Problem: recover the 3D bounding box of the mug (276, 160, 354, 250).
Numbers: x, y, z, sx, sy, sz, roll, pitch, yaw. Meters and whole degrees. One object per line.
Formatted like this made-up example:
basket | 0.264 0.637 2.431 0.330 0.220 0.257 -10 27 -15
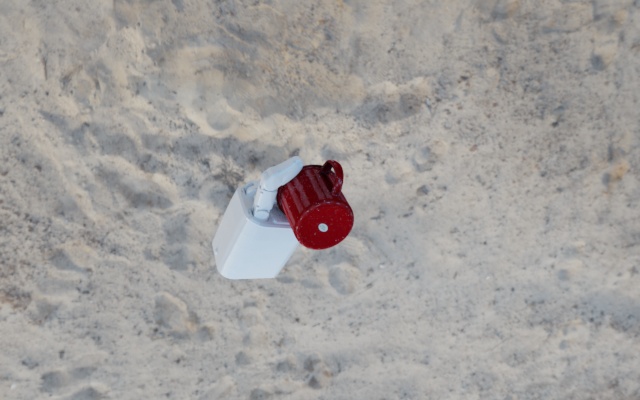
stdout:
mug | 0.001 0.001 0.632 0.093 0.117 0.081 15 28 -29
